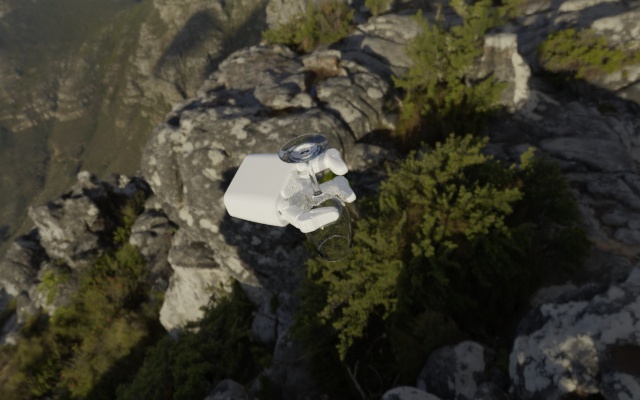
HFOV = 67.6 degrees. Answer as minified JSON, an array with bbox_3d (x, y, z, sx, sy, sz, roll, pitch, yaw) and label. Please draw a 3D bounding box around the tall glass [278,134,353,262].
[{"bbox_3d":[0.000,0.002,0.734,0.079,0.201,0.079,-12,36,9],"label":"tall glass"}]
